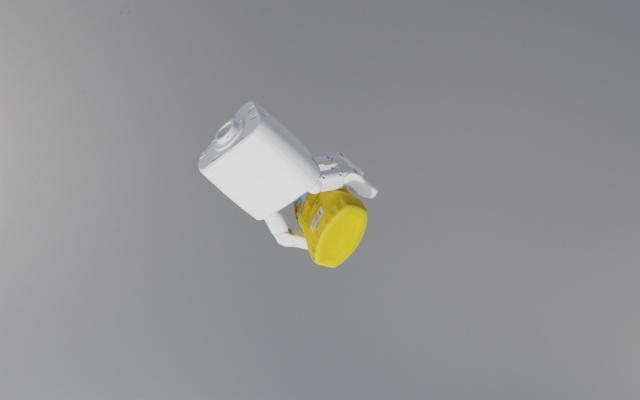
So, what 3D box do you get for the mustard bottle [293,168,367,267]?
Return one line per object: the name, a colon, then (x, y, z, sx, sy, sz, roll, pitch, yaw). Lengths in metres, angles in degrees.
mustard bottle: (0.000, 0.002, 0.676, 0.058, 0.096, 0.191, 16, 23, -26)
